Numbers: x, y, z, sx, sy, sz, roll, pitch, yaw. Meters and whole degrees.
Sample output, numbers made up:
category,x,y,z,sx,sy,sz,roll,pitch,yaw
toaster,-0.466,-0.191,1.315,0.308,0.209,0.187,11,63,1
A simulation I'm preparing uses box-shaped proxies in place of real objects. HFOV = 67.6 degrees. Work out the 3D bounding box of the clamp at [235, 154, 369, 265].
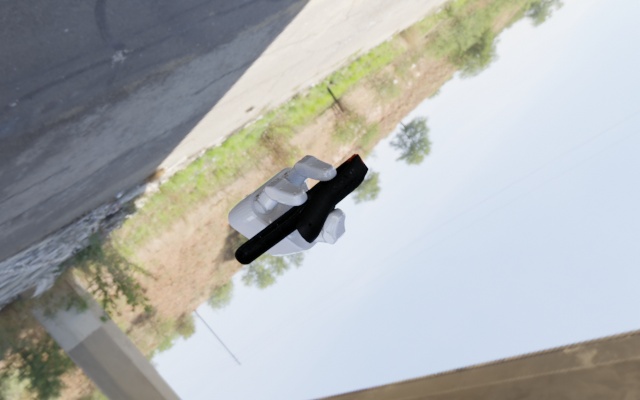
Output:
category,x,y,z,sx,sy,sz,roll,pitch,yaw
clamp,0.001,0.002,0.590,0.210,0.036,0.164,-41,12,-30
